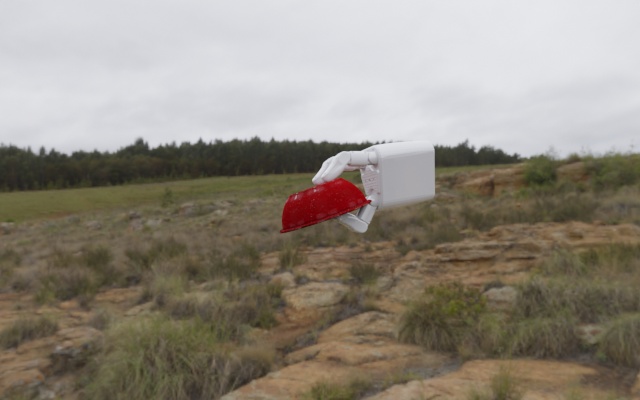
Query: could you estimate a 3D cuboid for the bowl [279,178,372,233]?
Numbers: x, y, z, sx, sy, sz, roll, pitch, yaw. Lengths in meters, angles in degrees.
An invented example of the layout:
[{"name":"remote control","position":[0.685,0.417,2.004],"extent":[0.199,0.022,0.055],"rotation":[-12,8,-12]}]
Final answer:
[{"name":"bowl","position":[-0.001,0.003,0.787],"extent":[0.162,0.055,0.162],"rotation":[-19,2,1]}]
